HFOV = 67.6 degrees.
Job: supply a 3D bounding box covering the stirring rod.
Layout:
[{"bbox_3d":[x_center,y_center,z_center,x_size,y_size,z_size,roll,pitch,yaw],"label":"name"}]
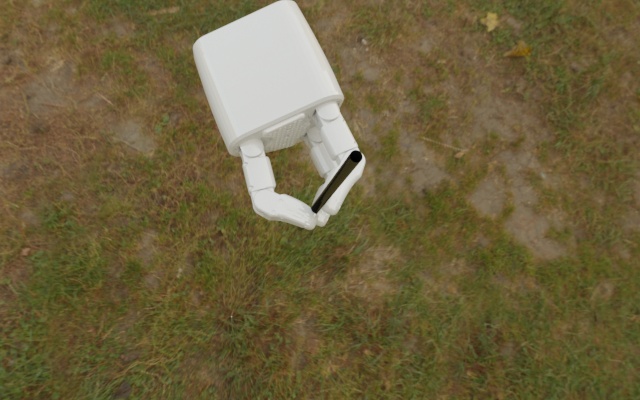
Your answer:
[{"bbox_3d":[0.000,0.001,0.402,0.011,0.011,0.239,0,-13,-11],"label":"stirring rod"}]
